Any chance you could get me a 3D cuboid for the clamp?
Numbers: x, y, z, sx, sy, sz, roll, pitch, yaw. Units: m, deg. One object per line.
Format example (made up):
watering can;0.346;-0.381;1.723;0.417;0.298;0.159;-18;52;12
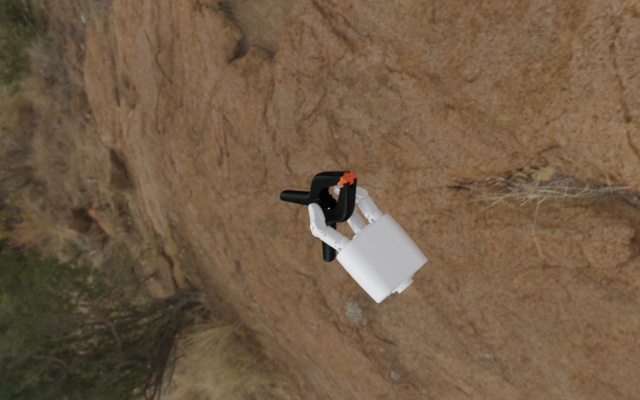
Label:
clamp;0.000;0.003;0.852;0.036;0.164;0.210;-31;-18;-35
